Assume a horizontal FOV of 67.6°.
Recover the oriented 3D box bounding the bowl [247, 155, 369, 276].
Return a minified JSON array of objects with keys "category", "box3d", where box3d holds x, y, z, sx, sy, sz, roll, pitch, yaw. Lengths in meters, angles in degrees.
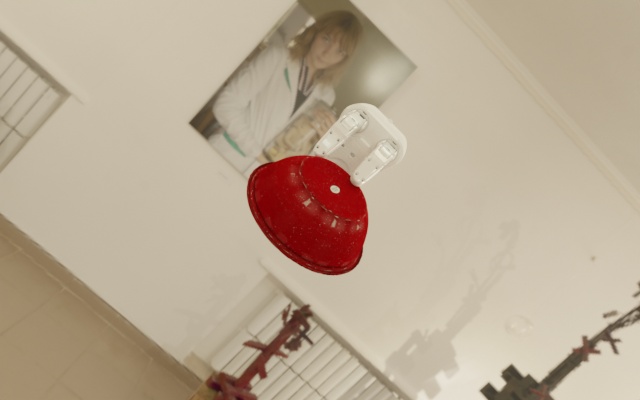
[{"category":"bowl","box3d":[0.000,0.002,0.536,0.162,0.162,0.055,0,-37,-46]}]
